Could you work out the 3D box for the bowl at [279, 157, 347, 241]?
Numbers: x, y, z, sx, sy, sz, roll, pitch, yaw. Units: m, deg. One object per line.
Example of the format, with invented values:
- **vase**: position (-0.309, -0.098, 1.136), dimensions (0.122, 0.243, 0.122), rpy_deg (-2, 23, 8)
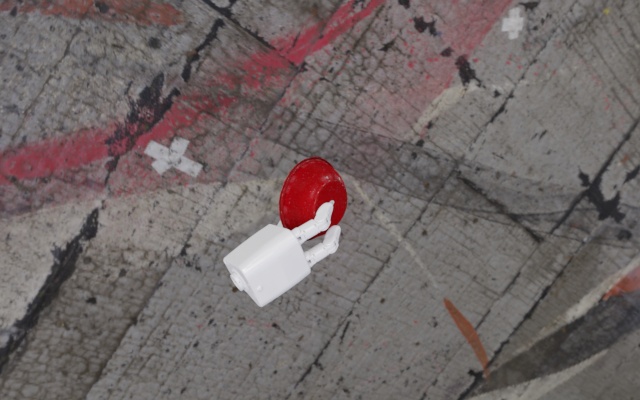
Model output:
- **bowl**: position (0.001, 0.002, 0.881), dimensions (0.055, 0.162, 0.162), rpy_deg (14, 10, 41)
